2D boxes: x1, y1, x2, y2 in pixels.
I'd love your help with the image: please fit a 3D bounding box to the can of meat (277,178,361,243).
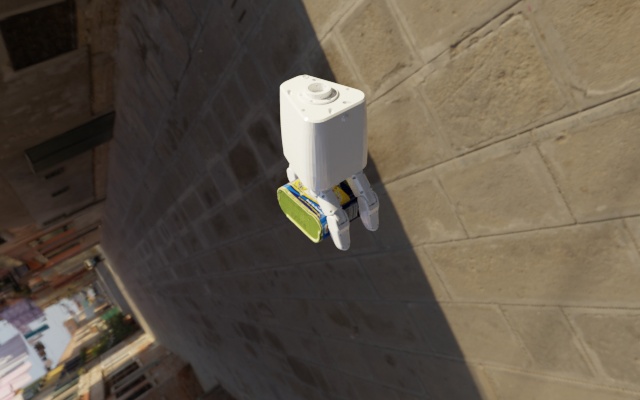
[{"bbox_3d":[0.000,0.002,0.684,0.084,0.057,0.102,-31,53,-28],"label":"can of meat"}]
